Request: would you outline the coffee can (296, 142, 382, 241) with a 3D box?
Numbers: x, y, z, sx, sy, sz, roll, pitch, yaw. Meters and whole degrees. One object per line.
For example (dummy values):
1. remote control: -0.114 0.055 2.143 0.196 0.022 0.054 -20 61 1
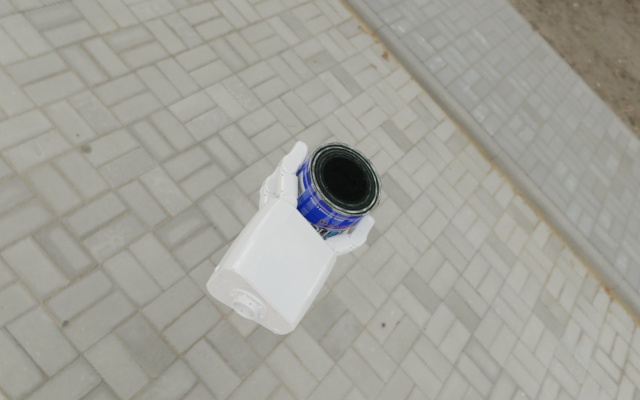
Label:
1. coffee can: 0.000 0.002 0.633 0.103 0.102 0.140 0 -25 -30
